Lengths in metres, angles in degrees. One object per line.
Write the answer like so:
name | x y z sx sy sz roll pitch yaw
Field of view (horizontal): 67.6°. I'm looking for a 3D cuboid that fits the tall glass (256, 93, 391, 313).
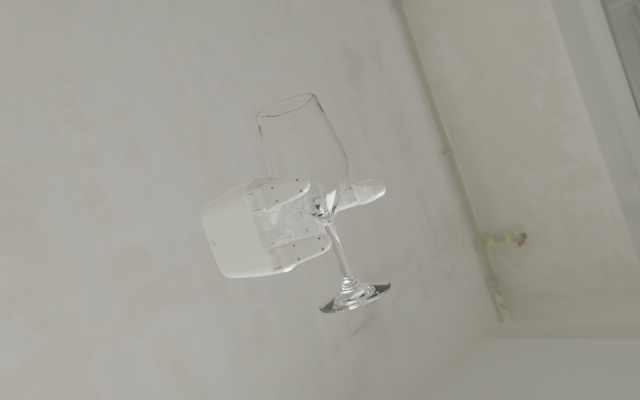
tall glass | 0.000 0.002 0.467 0.079 0.201 0.079 -20 1 1
